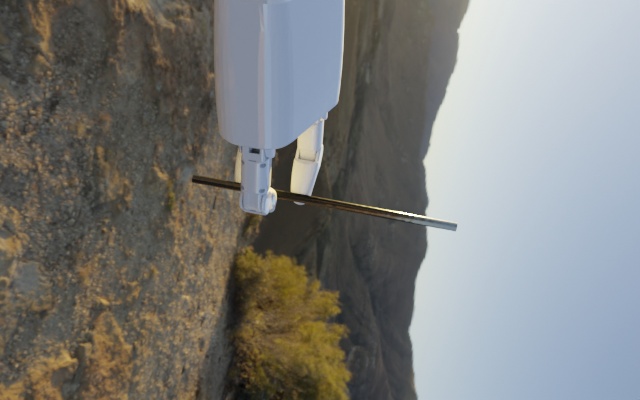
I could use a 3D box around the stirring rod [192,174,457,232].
[{"bbox_3d":[0.000,0.001,0.427,0.239,0.011,0.011,10,1,7],"label":"stirring rod"}]
